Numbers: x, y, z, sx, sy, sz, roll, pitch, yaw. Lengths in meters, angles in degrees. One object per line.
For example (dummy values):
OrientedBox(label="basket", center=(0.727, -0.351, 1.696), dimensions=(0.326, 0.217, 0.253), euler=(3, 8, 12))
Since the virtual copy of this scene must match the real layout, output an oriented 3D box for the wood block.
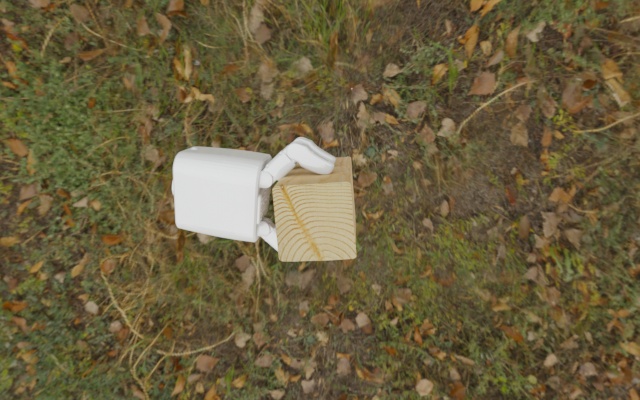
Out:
OrientedBox(label="wood block", center=(0.000, 0.002, 0.628), dimensions=(0.090, 0.091, 0.206), euler=(-3, 13, 5))
